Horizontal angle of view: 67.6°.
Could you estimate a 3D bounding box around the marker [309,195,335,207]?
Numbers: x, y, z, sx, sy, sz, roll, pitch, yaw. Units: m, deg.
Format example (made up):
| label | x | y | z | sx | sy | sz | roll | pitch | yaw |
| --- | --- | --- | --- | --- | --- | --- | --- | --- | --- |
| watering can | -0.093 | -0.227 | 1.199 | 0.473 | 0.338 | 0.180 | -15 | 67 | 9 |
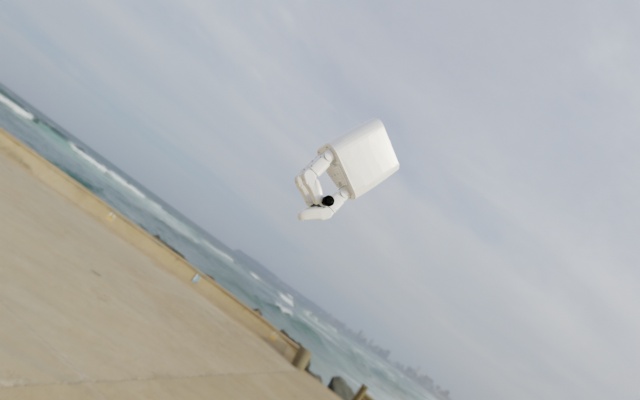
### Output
| label | x | y | z | sx | sy | sz | roll | pitch | yaw |
| --- | --- | --- | --- | --- | --- | --- | --- | --- | --- |
| marker | 0.000 | 0.003 | 0.845 | 0.020 | 0.020 | 0.121 | 0 | -3 | -15 |
